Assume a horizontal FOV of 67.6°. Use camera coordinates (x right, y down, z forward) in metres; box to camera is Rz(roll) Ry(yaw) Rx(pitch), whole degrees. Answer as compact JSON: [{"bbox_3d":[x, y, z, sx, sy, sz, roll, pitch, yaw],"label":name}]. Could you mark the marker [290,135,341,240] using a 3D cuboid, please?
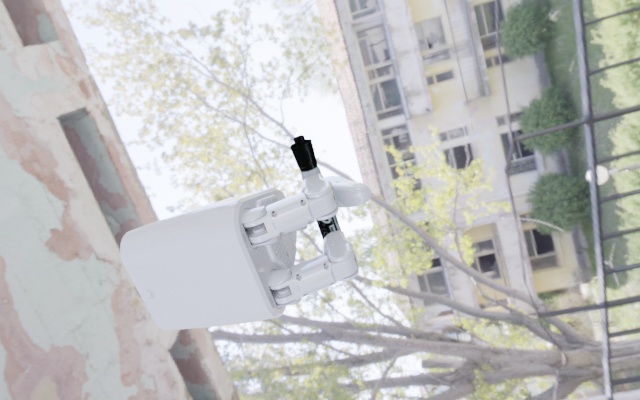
[{"bbox_3d":[0.000,0.001,0.414,0.020,0.121,0.020,-17,20,6],"label":"marker"}]
